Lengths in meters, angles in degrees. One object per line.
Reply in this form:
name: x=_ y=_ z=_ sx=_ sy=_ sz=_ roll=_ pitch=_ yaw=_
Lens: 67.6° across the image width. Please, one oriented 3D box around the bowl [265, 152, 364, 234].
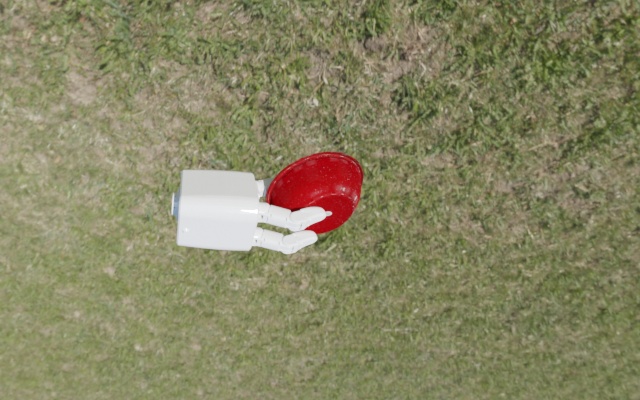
bowl: x=0.002 y=0.002 z=0.735 sx=0.162 sy=0.055 sz=0.162 roll=-15 pitch=-38 yaw=-12
